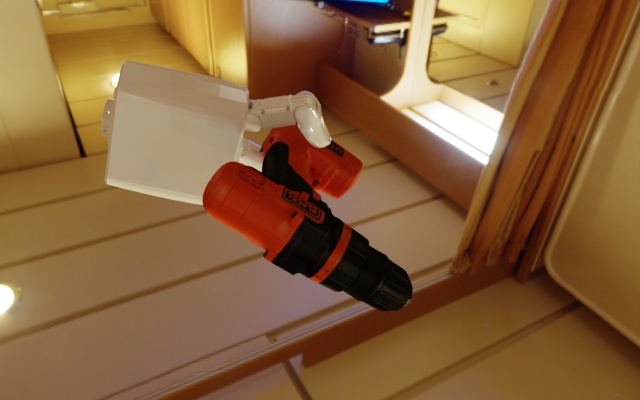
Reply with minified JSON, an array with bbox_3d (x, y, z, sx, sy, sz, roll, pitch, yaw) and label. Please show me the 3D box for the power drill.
[{"bbox_3d":[0.000,0.001,0.432,0.184,0.057,0.187,34,23,-12],"label":"power drill"}]
